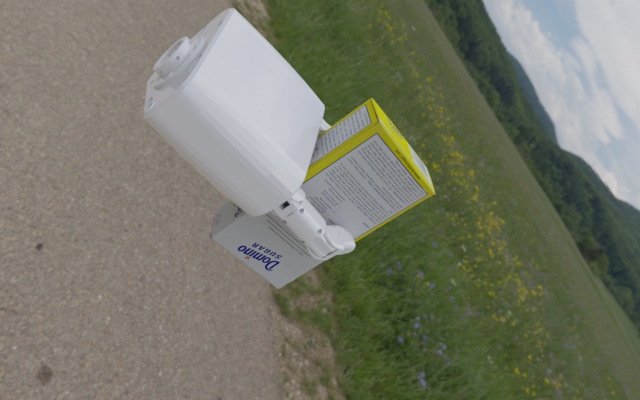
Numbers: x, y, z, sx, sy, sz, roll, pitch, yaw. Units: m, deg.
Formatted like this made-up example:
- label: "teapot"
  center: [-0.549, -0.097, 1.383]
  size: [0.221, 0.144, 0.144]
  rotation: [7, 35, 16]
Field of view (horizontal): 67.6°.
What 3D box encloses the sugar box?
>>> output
- label: "sugar box"
  center: [0.000, 0.001, 0.416]
  size: [0.176, 0.048, 0.093]
  rotation: [-31, -56, 21]
